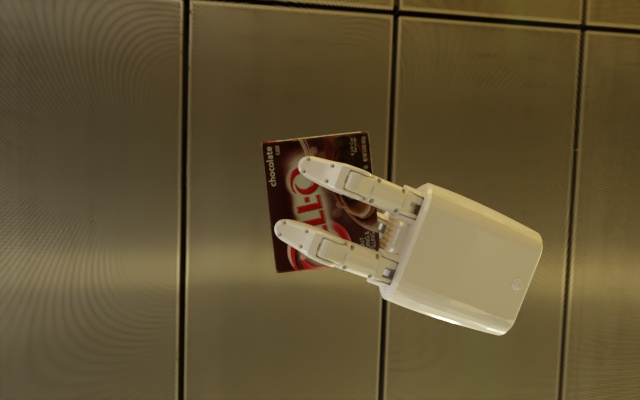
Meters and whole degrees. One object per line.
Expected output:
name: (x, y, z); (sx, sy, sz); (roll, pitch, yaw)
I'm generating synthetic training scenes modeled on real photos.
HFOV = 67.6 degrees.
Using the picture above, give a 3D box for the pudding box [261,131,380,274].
pudding box: (0.000, 0.001, 0.411); (0.090, 0.113, 0.039); (-7, 3, -5)
